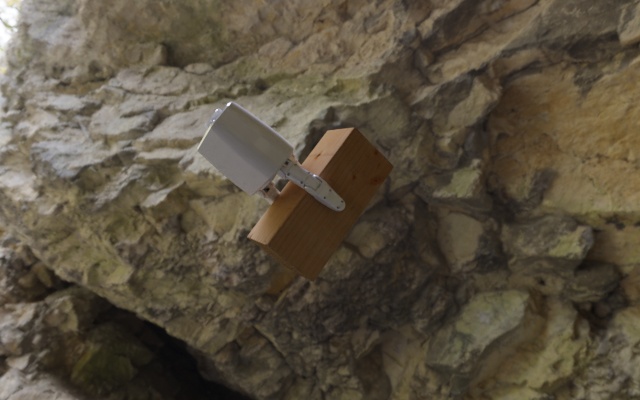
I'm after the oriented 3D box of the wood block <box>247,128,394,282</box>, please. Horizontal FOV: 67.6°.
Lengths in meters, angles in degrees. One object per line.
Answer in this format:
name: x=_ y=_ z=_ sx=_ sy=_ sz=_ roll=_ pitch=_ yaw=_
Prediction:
wood block: x=0.000 y=0.002 z=0.698 sx=0.090 sy=0.206 sz=0.091 roll=42 pitch=-14 yaw=-23
